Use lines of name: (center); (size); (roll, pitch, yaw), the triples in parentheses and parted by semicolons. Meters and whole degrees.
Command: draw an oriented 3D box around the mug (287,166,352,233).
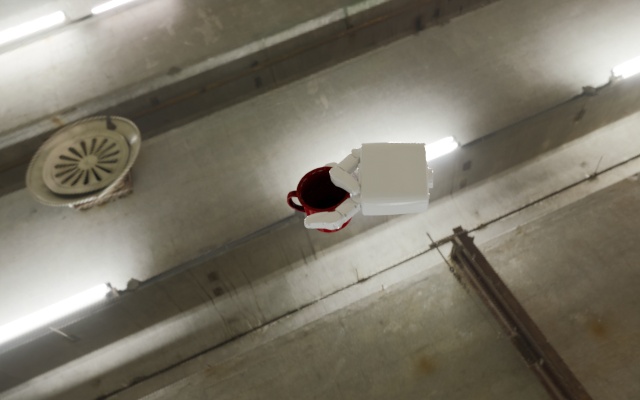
mug: (-0.001, 0.003, 0.822); (0.117, 0.093, 0.082); (-2, -35, 10)
